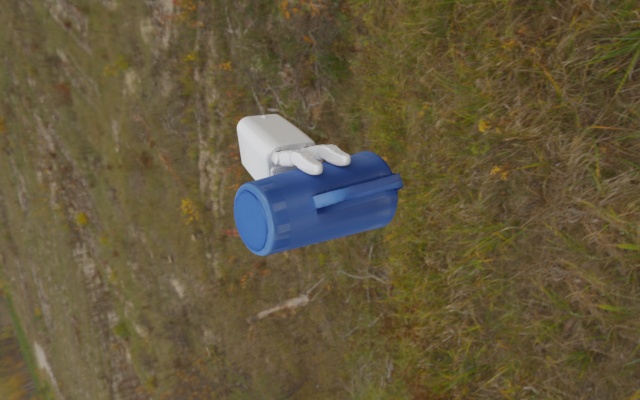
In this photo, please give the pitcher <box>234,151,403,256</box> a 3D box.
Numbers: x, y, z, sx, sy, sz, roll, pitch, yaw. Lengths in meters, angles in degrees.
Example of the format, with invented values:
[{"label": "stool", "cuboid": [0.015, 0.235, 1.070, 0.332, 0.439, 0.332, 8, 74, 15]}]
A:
[{"label": "pitcher", "cuboid": [0.000, 0.002, 0.737, 0.243, 0.149, 0.145, -15, 45, -36]}]
